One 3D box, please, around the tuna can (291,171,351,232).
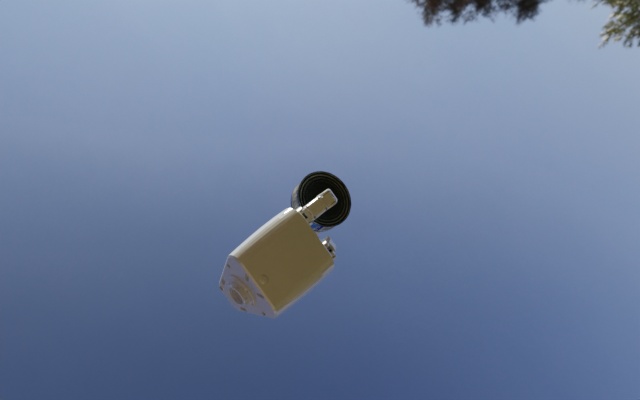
[{"bbox_3d":[0.000,0.002,0.704,0.086,0.086,0.034,0,-19,-27],"label":"tuna can"}]
